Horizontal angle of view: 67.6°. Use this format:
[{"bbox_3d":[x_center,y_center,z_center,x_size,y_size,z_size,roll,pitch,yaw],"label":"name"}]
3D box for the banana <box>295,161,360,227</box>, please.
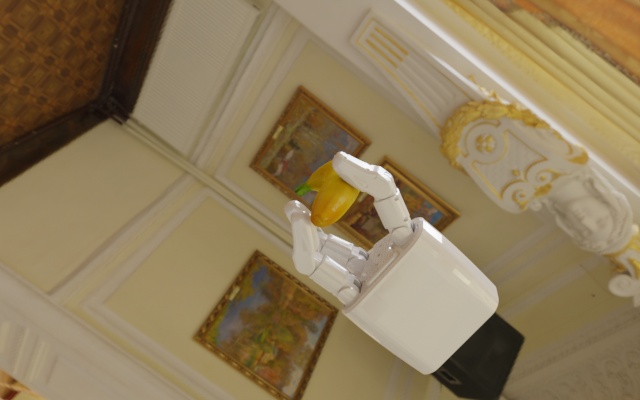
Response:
[{"bbox_3d":[0.013,-0.012,0.497,0.037,0.069,0.198,44,1,-9],"label":"banana"}]
